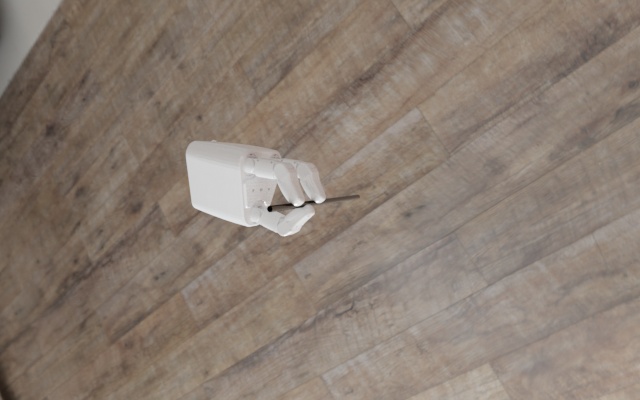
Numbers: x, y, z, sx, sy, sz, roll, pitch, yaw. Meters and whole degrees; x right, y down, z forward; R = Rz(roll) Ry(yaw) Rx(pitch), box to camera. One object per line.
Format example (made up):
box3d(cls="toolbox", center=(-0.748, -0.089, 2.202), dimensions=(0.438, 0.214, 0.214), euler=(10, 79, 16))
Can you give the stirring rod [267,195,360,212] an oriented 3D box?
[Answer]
box3d(cls="stirring rod", center=(0.000, 0.002, 0.671), dimensions=(0.011, 0.011, 0.239), euler=(0, 4, 30))
